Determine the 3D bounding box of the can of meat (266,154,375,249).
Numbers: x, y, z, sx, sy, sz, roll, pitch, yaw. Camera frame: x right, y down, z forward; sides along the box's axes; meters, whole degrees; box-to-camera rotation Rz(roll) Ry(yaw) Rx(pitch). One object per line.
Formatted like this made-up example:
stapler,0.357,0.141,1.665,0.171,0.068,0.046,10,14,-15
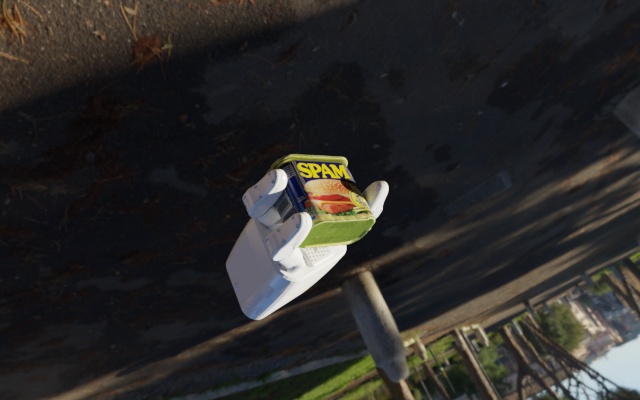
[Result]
can of meat,0.000,0.002,0.510,0.102,0.084,0.057,-1,-36,-41
